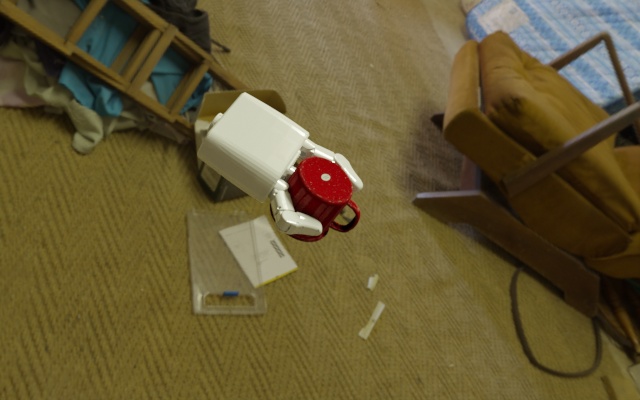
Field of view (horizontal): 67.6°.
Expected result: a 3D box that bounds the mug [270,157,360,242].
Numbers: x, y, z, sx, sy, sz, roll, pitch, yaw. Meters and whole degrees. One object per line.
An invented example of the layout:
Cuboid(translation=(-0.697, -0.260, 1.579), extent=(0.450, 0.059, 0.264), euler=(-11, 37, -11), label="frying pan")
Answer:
Cuboid(translation=(0.001, 0.003, 0.642), extent=(0.117, 0.081, 0.093), euler=(33, 41, -6), label="mug")
